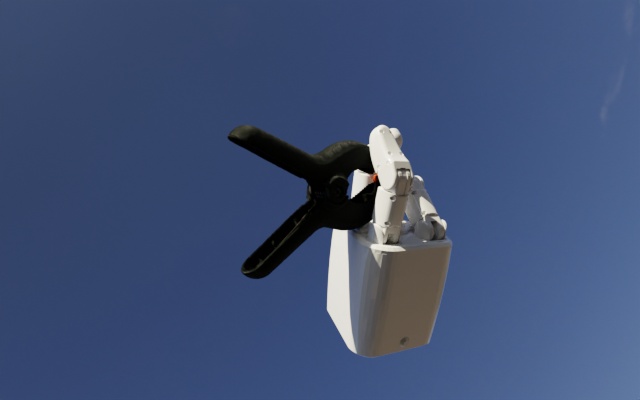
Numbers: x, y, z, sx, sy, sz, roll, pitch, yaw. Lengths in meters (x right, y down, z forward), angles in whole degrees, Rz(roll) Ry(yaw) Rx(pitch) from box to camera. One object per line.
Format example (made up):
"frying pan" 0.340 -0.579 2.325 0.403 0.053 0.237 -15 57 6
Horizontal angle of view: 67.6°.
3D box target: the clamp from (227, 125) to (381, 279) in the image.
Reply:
"clamp" 0.000 0.001 0.407 0.171 0.120 0.039 -1 15 -32
